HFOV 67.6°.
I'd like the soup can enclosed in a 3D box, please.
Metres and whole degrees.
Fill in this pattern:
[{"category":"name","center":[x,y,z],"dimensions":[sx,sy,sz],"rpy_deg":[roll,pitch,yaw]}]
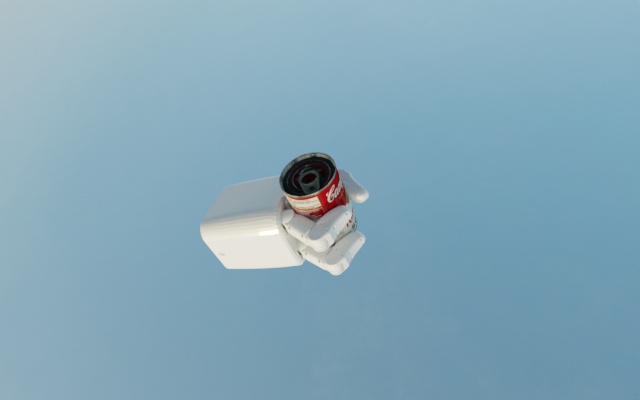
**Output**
[{"category":"soup can","center":[0.001,0.002,0.574],"dimensions":[0.068,0.068,0.102],"rpy_deg":[0,-39,23]}]
